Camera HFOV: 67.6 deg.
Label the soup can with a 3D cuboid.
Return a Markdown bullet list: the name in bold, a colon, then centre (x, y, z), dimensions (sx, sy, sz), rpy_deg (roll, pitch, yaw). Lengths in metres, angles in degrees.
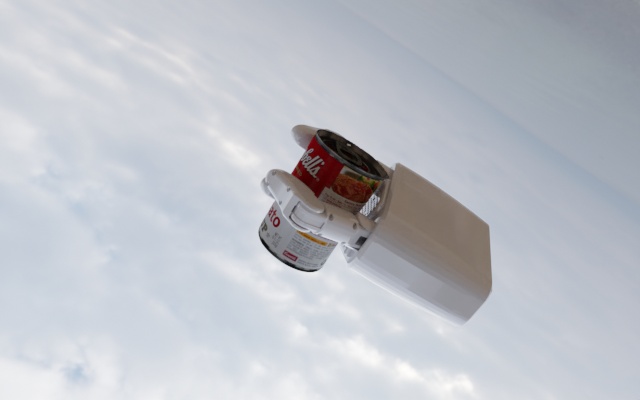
- **soup can**: centre (-0.001, 0.001, 0.402), dimensions (0.068, 0.102, 0.068), rpy_deg (29, 20, -12)
